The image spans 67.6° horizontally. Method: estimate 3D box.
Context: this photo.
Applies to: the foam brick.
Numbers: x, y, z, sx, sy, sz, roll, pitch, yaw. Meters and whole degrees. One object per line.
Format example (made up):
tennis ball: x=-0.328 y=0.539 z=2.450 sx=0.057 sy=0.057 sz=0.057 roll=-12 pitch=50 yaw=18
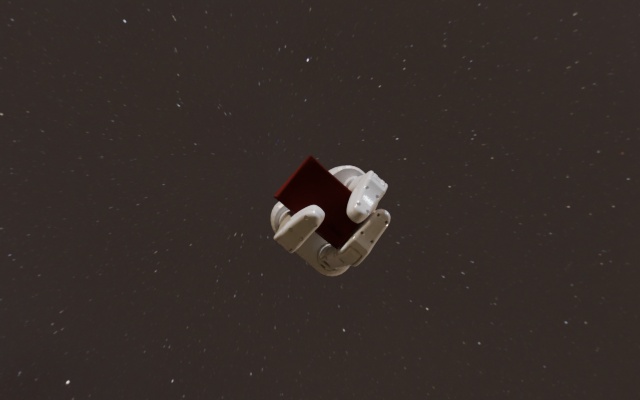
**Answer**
foam brick: x=0.000 y=0.001 z=0.462 sx=0.078 sy=0.053 sz=0.051 roll=42 pitch=-3 yaw=-8
